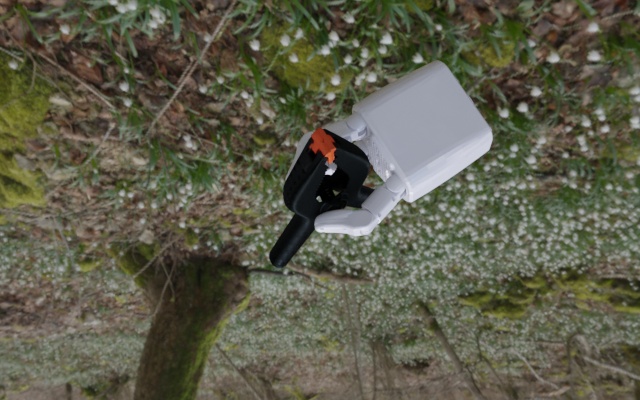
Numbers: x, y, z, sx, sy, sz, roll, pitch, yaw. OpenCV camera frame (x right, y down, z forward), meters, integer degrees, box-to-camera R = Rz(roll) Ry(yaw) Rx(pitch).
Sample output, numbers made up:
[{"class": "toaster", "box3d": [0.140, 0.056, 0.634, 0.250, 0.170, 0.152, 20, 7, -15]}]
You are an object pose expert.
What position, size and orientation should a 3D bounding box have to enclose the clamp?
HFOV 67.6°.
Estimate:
[{"class": "clamp", "box3d": [0.001, 0.002, 0.504, 0.164, 0.036, 0.210, -32, -25, -5]}]
